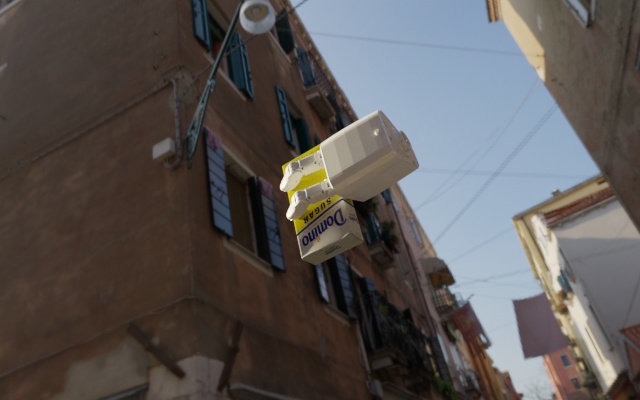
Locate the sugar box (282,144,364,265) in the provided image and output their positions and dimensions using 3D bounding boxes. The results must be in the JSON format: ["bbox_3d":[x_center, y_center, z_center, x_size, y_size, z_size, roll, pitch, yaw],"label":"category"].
[{"bbox_3d":[0.000,0.002,0.755,0.093,0.176,0.048,-29,-36,22],"label":"sugar box"}]
